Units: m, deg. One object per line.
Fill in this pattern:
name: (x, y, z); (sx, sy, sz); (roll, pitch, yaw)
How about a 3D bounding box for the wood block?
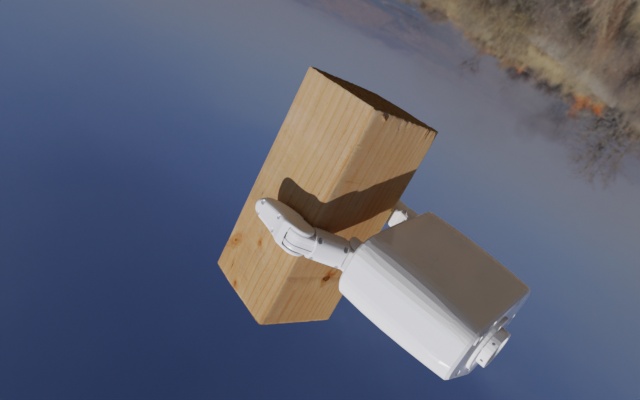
wood block: (0.000, 0.002, 0.430); (0.091, 0.206, 0.090); (9, 26, -44)
